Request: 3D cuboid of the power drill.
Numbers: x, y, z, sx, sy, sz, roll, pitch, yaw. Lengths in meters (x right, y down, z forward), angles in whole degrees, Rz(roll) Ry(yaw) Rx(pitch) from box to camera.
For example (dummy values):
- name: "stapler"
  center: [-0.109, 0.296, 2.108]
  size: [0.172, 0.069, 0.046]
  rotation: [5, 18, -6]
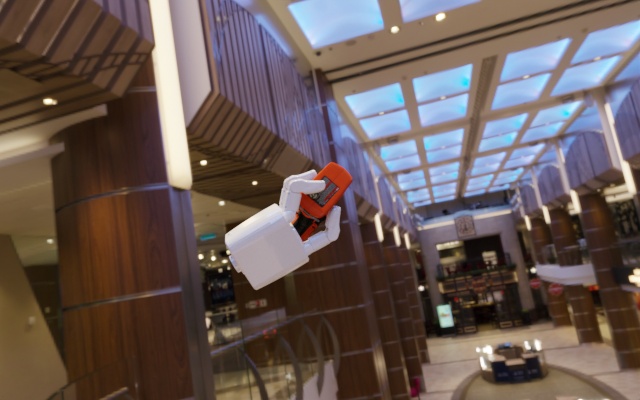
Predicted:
- name: "power drill"
  center: [0.000, 0.003, 0.897]
  size: [0.057, 0.184, 0.188]
  rotation: [38, -25, 5]
